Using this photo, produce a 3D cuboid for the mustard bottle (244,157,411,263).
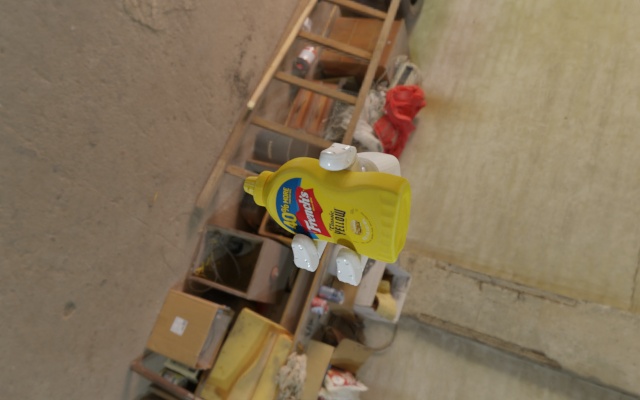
[{"bbox_3d":[0.000,0.002,0.528,0.191,0.096,0.058,14,40,22],"label":"mustard bottle"}]
